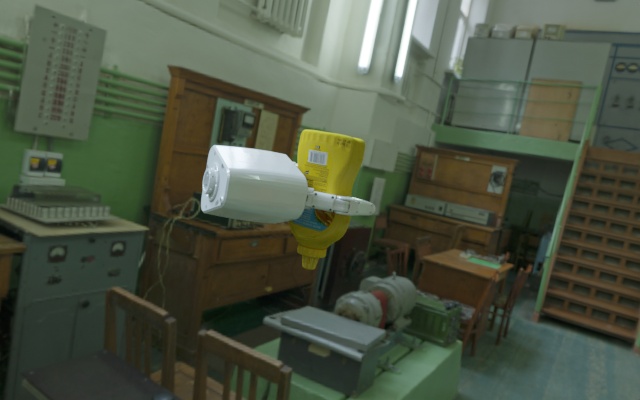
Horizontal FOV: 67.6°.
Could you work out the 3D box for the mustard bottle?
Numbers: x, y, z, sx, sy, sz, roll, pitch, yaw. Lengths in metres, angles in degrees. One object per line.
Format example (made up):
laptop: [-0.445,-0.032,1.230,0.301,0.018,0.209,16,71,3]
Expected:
mustard bottle: [0.000,0.002,0.664,0.096,0.191,0.058,15,7,36]
